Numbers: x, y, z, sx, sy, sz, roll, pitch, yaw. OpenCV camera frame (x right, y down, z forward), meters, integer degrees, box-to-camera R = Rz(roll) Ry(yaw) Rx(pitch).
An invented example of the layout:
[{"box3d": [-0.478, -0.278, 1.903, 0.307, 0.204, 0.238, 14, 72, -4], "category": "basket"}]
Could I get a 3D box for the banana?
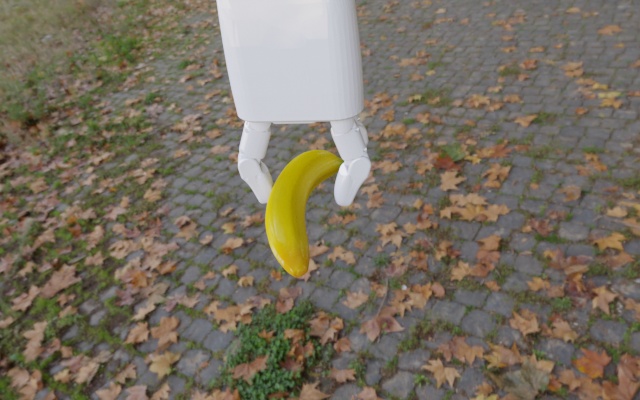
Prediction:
[{"box3d": [-0.017, -0.003, 0.472, 0.069, 0.037, 0.197, 9, 37, 15], "category": "banana"}]
